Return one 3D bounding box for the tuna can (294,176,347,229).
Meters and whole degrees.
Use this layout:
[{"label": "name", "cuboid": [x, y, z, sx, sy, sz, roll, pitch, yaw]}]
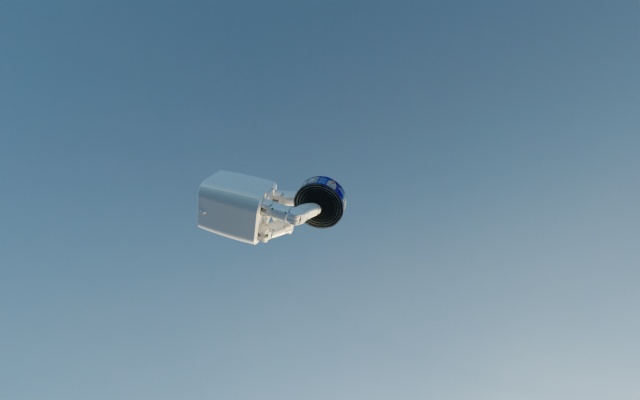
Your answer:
[{"label": "tuna can", "cuboid": [0.000, 0.002, 0.805, 0.086, 0.086, 0.033, 0, 29, 17]}]
